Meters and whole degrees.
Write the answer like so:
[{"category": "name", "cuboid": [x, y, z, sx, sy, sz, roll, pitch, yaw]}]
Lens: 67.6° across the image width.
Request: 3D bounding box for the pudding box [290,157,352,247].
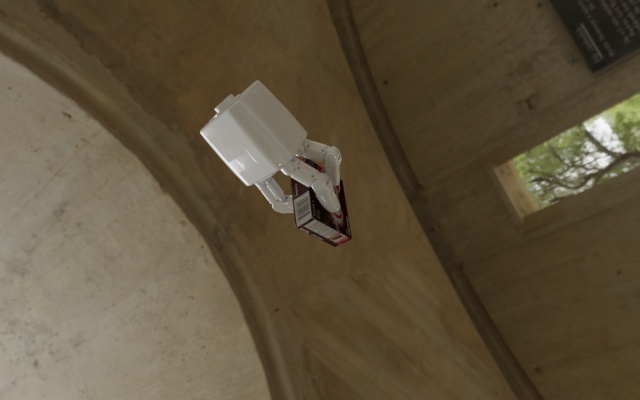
[{"category": "pudding box", "cuboid": [0.000, 0.002, 0.712, 0.039, 0.113, 0.090, -29, -40, 32]}]
